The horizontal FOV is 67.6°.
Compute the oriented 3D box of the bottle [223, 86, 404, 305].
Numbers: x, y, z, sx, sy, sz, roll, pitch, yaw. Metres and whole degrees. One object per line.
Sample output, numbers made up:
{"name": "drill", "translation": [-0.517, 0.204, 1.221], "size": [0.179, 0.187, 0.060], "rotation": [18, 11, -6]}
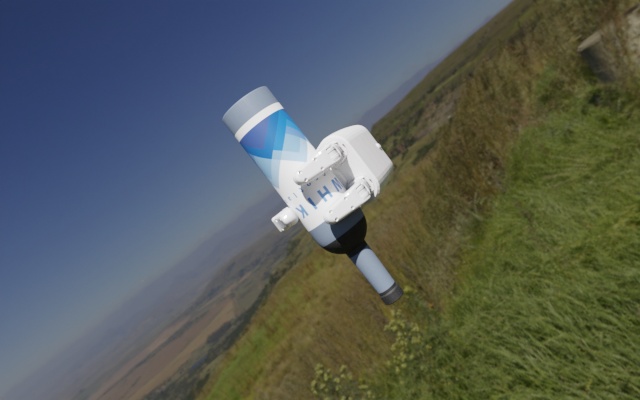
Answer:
{"name": "bottle", "translation": [0.000, 0.002, 0.571], "size": [0.069, 0.296, 0.069], "rotation": [-38, 2, 2]}
